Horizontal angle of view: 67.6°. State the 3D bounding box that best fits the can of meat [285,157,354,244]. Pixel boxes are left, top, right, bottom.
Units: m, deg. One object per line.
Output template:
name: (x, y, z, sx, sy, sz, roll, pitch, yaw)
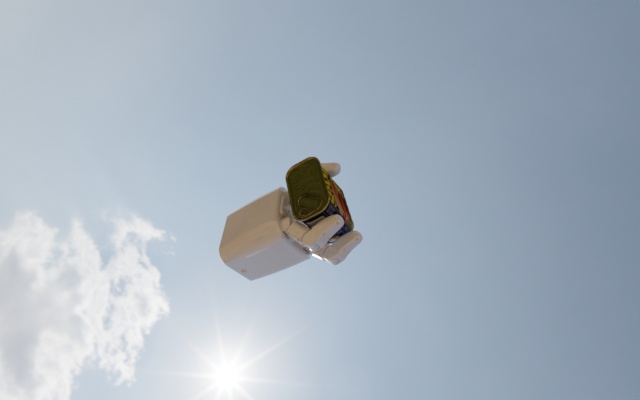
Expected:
can of meat: (0.000, 0.002, 0.684, 0.057, 0.102, 0.084, -28, -41, 15)
